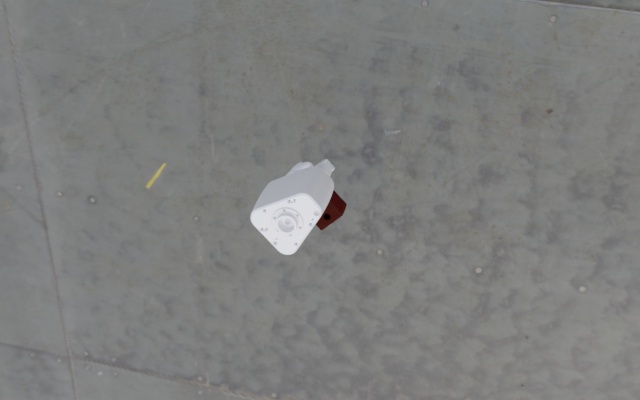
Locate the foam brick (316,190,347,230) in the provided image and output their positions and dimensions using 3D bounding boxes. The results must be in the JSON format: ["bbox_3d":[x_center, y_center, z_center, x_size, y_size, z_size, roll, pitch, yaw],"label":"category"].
[{"bbox_3d":[0.000,0.003,0.845,0.053,0.078,0.051,-37,14,22],"label":"foam brick"}]
